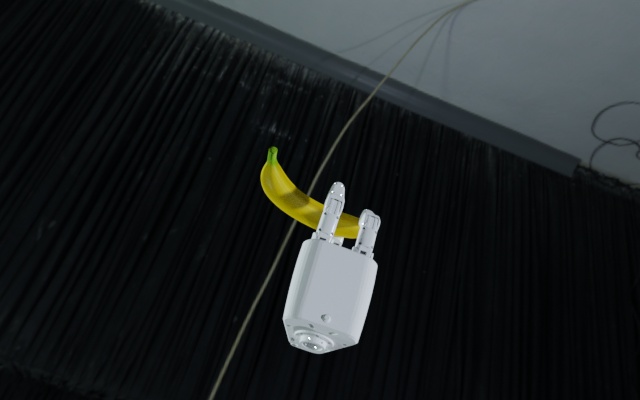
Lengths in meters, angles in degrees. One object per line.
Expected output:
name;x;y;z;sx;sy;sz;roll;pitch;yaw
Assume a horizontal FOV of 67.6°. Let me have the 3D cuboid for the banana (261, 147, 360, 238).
banana;-0.014;0.007;0.669;0.198;0.037;0.070;37;-40;-23
